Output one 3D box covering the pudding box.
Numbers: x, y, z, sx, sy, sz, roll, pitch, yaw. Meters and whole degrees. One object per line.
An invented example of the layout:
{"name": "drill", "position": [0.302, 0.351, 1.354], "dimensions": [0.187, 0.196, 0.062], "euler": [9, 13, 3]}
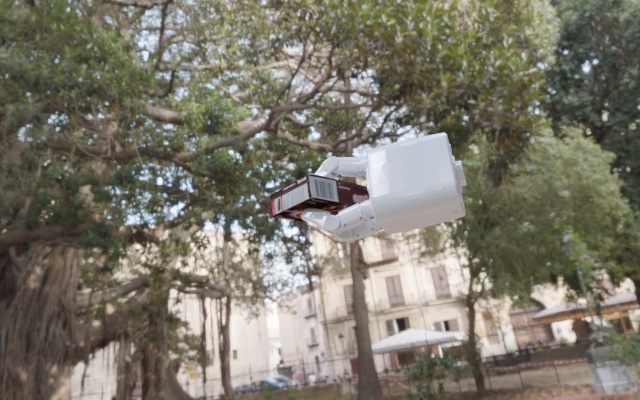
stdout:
{"name": "pudding box", "position": [0.000, 0.002, 0.666], "dimensions": [0.113, 0.039, 0.090], "euler": [13, -27, -39]}
